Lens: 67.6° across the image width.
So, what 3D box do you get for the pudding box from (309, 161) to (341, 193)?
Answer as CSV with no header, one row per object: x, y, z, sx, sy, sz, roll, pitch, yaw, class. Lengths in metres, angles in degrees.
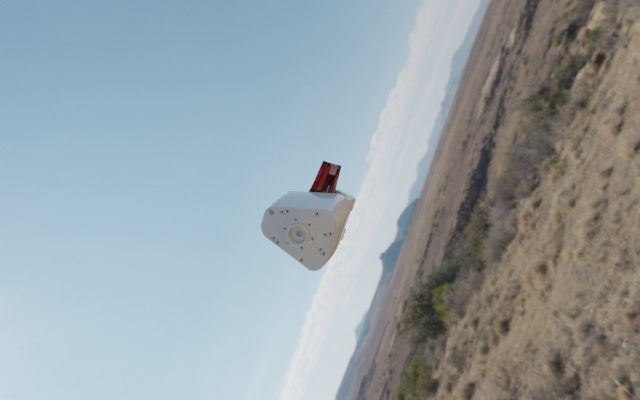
0.000,0.003,0.818,0.039,0.114,0.090,19,42,5,pudding box
